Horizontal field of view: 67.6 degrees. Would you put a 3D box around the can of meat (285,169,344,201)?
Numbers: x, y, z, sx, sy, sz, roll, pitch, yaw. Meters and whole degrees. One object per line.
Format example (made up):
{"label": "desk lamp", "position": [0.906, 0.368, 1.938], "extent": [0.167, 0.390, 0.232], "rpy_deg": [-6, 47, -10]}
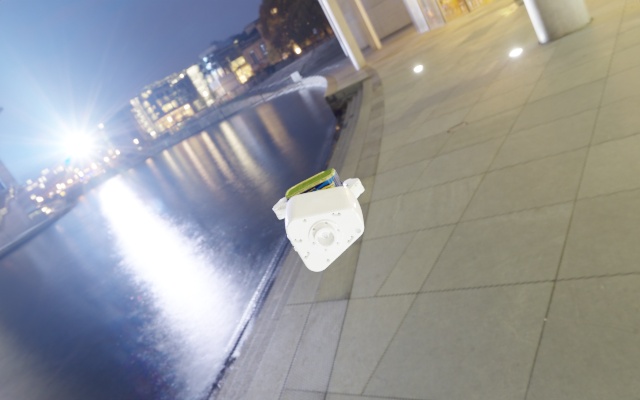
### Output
{"label": "can of meat", "position": [0.000, 0.002, 0.835], "extent": [0.102, 0.084, 0.057], "rpy_deg": [-27, 16, 9]}
